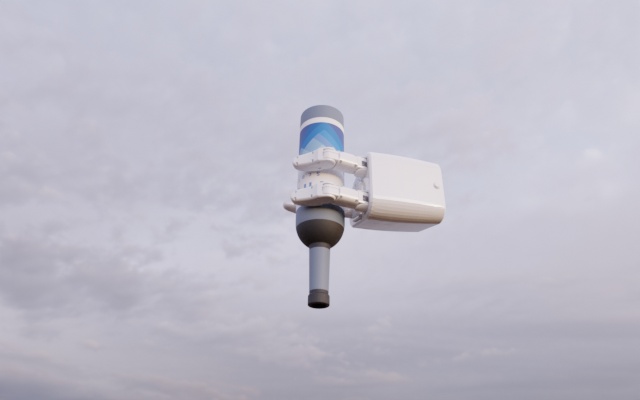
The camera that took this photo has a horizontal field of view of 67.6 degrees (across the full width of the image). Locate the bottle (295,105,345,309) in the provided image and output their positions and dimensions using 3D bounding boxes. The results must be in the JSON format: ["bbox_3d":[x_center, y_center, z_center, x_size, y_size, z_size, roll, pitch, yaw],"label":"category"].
[{"bbox_3d":[0.000,0.002,0.660,0.069,0.295,0.069,1,-30,0],"label":"bottle"}]
